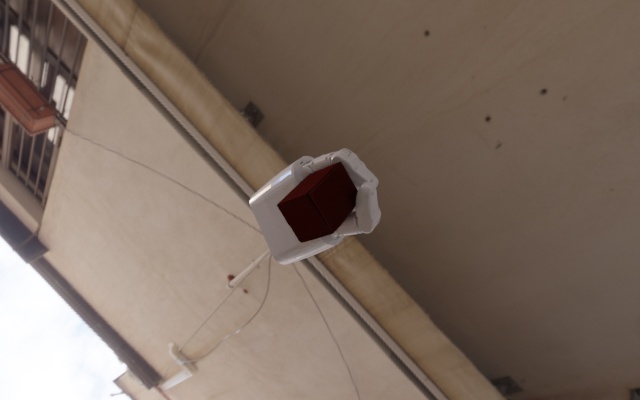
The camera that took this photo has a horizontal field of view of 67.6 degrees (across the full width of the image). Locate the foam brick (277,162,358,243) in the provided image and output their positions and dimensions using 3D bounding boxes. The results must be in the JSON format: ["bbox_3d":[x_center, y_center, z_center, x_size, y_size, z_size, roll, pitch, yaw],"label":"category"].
[{"bbox_3d":[0.000,0.002,0.533,0.051,0.053,0.078,-19,18,39],"label":"foam brick"}]
